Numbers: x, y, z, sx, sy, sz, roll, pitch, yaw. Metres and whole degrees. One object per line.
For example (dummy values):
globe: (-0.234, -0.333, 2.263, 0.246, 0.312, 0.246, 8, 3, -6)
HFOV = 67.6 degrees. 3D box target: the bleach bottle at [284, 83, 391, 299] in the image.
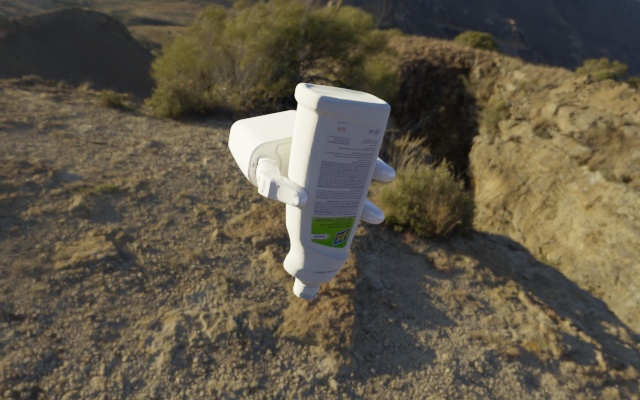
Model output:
bleach bottle: (0.000, 0.002, 0.545, 0.102, 0.251, 0.068, 2, 25, -26)
